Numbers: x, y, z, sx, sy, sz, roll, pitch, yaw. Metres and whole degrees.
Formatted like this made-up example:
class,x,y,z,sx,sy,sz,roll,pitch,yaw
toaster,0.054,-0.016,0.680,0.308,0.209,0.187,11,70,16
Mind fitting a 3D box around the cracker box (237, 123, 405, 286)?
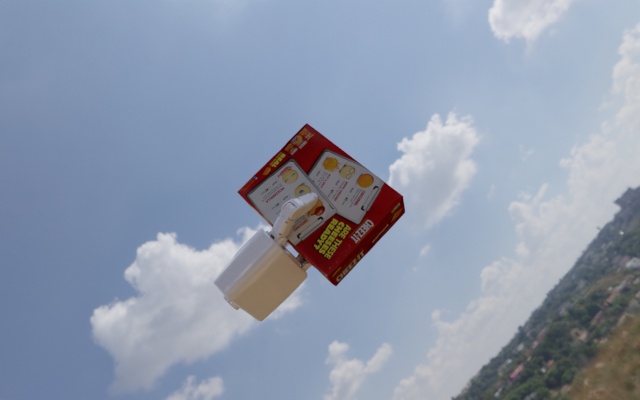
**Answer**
class,x,y,z,sx,sy,sz,roll,pitch,yaw
cracker box,0.000,0.002,0.755,0.213,0.164,0.072,40,-8,26
